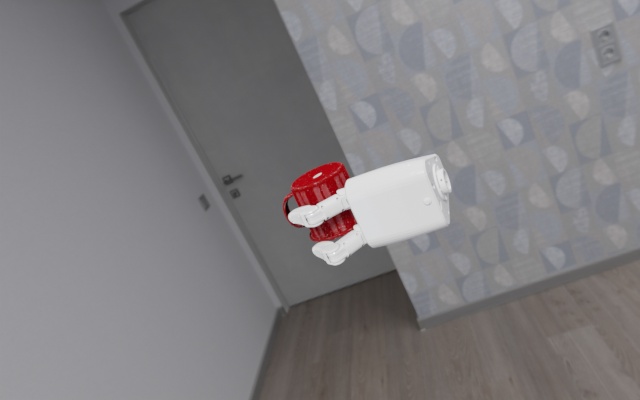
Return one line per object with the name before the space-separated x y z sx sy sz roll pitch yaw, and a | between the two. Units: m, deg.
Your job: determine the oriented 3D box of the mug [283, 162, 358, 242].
mug | -0.001 0.002 0.672 0.117 0.081 0.093 -17 19 25
